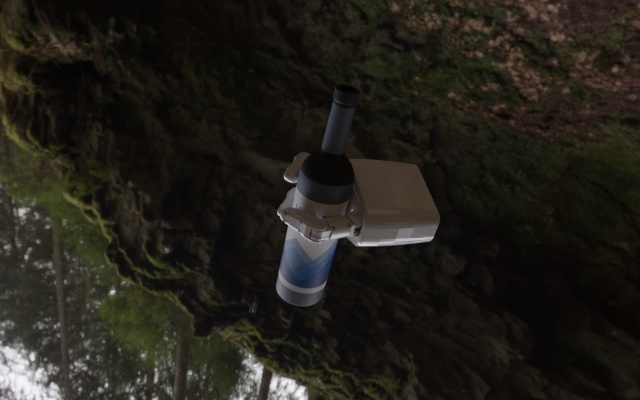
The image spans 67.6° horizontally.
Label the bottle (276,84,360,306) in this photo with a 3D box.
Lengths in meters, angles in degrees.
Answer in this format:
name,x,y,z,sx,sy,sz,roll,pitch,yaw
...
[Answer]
name,x,y,z,sx,sy,sz,roll,pitch,yaw
bottle,0.000,0.002,0.590,0.069,0.296,0.069,10,32,-6
